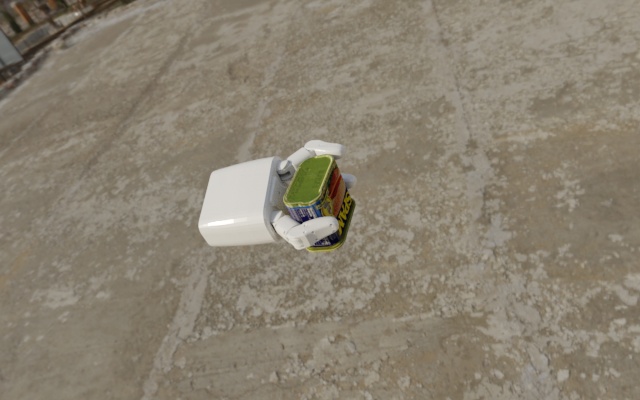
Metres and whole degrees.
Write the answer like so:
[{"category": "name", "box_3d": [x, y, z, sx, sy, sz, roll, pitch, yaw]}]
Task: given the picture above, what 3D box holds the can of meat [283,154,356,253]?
[{"category": "can of meat", "box_3d": [0.000, 0.002, 0.620, 0.057, 0.084, 0.102, -6, 40, 25]}]
